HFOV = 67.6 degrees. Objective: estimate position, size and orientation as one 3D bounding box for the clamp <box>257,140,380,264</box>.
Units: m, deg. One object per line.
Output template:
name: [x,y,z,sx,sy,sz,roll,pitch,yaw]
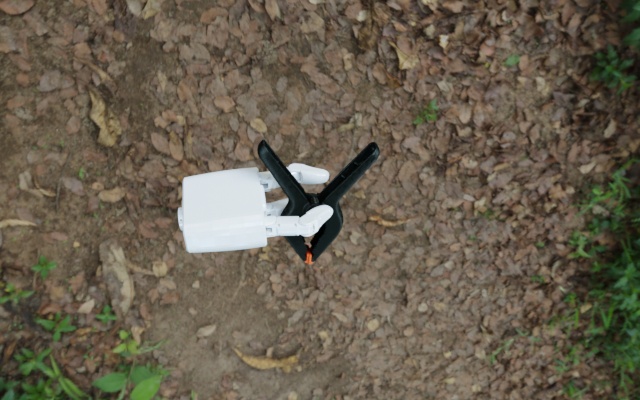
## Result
clamp: [0.000,0.003,0.685,0.164,0.210,0.036,-5,35,-6]
